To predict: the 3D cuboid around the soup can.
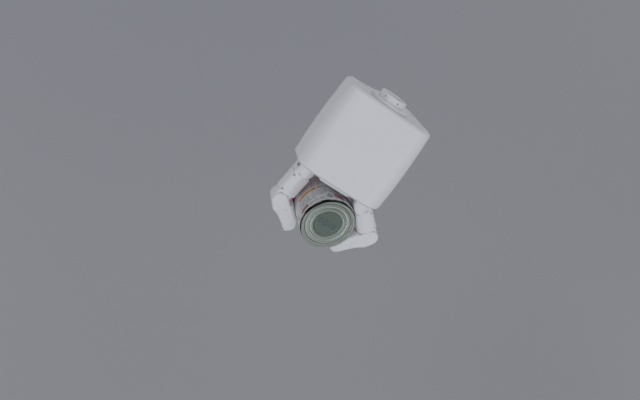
[{"bbox_3d":[0.000,0.002,0.589,0.068,0.068,0.102,0,32,-13],"label":"soup can"}]
